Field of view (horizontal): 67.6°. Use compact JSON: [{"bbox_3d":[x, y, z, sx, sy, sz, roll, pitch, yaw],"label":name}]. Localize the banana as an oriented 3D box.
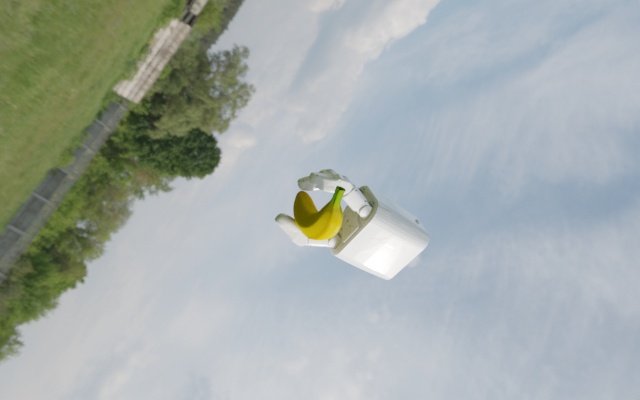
[{"bbox_3d":[-0.005,0.020,0.655,0.037,0.069,0.198,22,-7,-17],"label":"banana"}]
